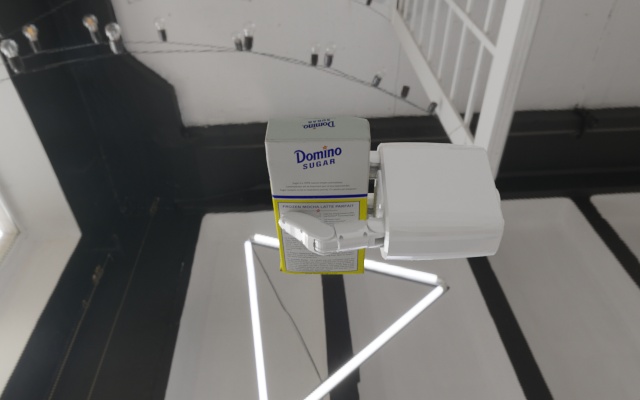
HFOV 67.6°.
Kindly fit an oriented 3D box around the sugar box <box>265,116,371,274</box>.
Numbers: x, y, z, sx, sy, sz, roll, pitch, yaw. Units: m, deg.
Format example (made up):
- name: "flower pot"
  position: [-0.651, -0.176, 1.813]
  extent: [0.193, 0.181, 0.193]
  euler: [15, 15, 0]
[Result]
- name: "sugar box"
  position: [0.000, 0.001, 0.477]
  extent: [0.093, 0.176, 0.048]
  euler: [0, 39, 1]
